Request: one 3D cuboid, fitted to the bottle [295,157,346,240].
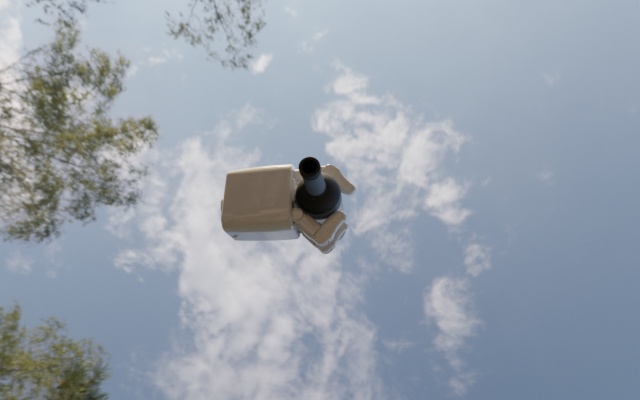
[{"bbox_3d":[0.000,0.002,0.730,0.069,0.069,0.296,0,-18,6],"label":"bottle"}]
